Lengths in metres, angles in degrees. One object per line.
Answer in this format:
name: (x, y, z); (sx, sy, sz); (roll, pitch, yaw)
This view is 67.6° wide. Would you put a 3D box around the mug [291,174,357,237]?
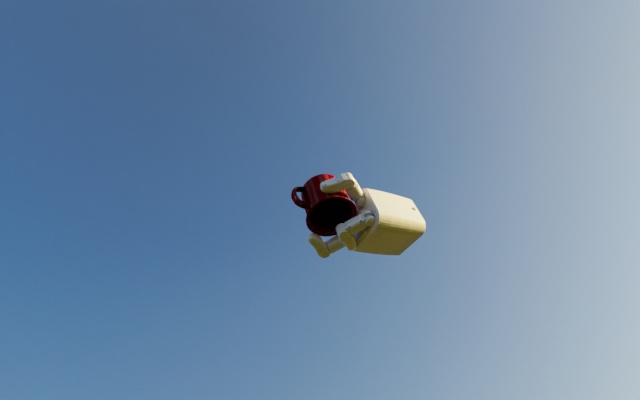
mug: (-0.001, 0.003, 0.870); (0.117, 0.093, 0.081); (12, 33, -25)
